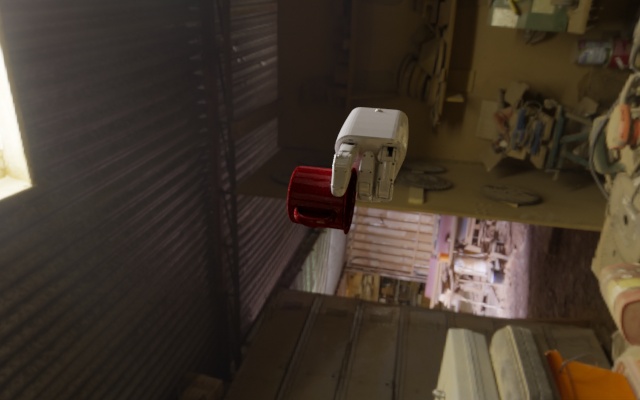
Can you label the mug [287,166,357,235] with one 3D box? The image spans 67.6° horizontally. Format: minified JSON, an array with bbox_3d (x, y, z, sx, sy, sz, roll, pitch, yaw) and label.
[{"bbox_3d":[0.000,0.003,0.652,0.081,0.093,0.117,7,33,11],"label":"mug"}]
